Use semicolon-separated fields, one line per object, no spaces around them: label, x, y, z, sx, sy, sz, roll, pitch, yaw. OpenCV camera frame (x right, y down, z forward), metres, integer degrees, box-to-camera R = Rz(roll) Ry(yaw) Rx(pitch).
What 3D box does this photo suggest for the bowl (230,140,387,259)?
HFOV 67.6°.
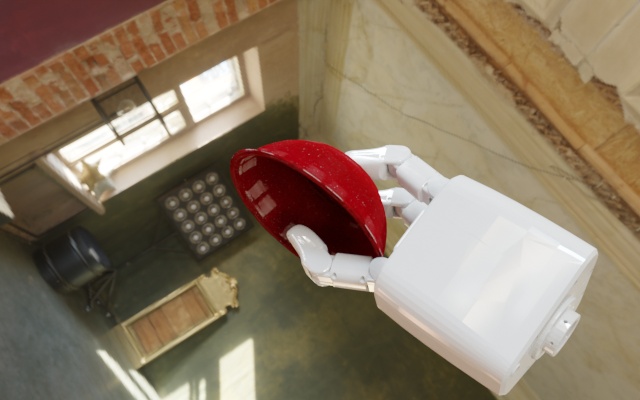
bowl;-0.001;0.000;0.416;0.162;0.162;0.055;0;44;54
